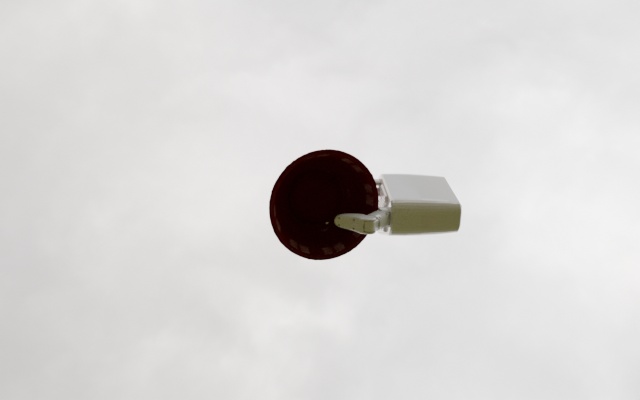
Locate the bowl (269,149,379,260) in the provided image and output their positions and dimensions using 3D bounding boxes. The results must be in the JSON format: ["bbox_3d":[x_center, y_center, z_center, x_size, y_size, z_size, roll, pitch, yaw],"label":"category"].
[{"bbox_3d":[-0.001,0.002,0.693,0.162,0.162,0.055,0,14,-17],"label":"bowl"}]
